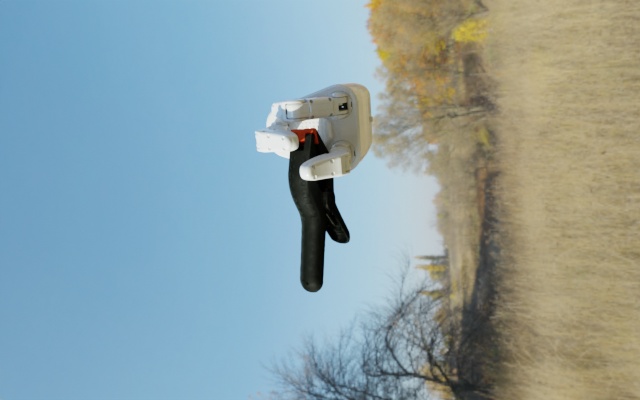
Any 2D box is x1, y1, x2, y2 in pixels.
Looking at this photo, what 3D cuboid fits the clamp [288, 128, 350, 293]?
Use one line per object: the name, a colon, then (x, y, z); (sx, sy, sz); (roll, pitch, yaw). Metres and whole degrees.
clamp: (-0.001, 0.002, 0.532); (0.039, 0.171, 0.120); (0, 16, 16)
